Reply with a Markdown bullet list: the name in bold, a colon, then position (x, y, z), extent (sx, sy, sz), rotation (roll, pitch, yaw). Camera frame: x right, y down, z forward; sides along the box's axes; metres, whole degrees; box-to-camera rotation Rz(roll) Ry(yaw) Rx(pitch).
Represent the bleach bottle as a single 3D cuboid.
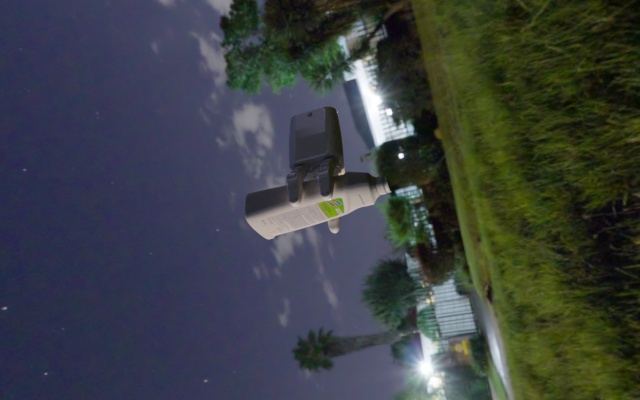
- **bleach bottle**: position (0.000, 0.003, 0.833), extent (0.251, 0.068, 0.103), rotation (-13, -30, 17)
